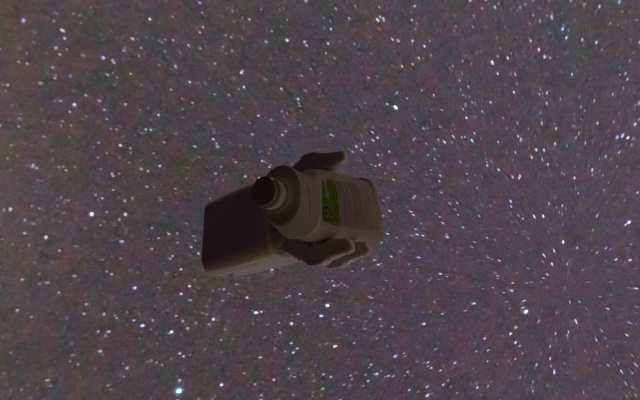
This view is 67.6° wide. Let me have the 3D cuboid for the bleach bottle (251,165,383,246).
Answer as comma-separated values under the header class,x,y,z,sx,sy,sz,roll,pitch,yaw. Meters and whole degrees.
class,x,y,z,sx,sy,sz,roll,pitch,yaw
bleach bottle,0.000,0.002,0.571,0.068,0.102,0.251,-18,-17,24
